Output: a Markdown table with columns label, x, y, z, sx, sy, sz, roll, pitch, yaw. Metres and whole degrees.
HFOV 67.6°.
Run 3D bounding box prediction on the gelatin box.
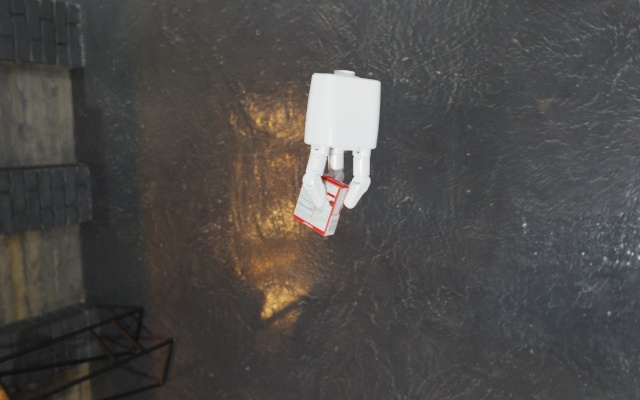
| label | x | y | z | sx | sy | sz | roll | pitch | yaw |
| --- | --- | --- | --- | --- | --- | --- | --- | --- | --- |
| gelatin box | 0.000 | 0.003 | 0.779 | 0.073 | 0.089 | 0.030 | 28 | 19 | 32 |
